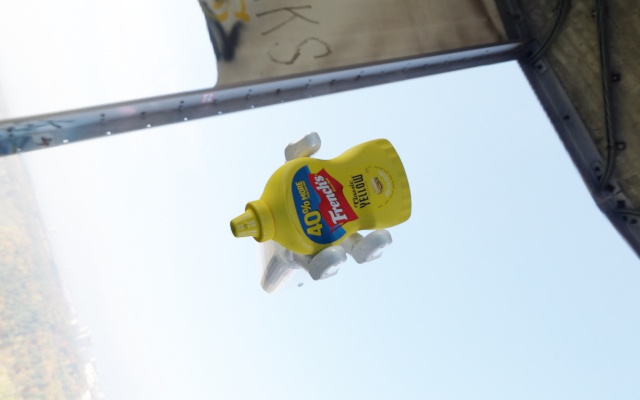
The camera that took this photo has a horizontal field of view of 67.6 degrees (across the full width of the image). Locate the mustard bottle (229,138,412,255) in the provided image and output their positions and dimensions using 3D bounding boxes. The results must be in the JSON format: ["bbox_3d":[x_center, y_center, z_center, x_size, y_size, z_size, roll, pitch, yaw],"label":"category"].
[{"bbox_3d":[0.000,0.001,0.482,0.191,0.096,0.058,-17,3,-28],"label":"mustard bottle"}]
